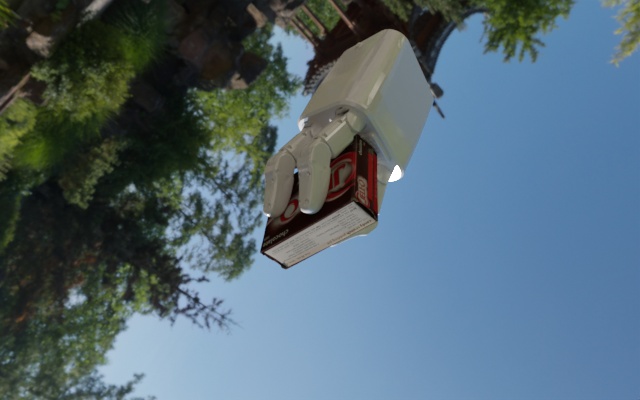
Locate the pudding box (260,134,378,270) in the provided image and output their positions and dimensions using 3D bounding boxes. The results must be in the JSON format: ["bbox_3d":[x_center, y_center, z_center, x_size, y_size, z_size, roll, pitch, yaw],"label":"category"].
[{"bbox_3d":[0.000,0.001,0.440,0.113,0.090,0.039,-33,-59,31],"label":"pudding box"}]
